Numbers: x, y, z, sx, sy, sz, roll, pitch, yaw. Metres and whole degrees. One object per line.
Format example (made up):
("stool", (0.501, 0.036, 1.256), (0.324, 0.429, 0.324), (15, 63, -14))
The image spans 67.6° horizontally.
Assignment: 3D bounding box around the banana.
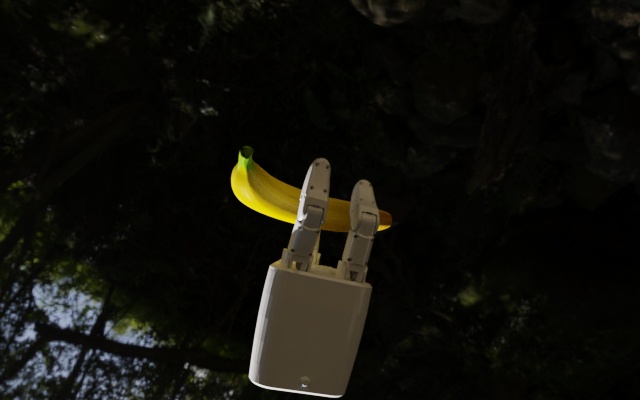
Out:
("banana", (-0.015, 0.003, 0.476), (0.198, 0.037, 0.069), (22, -22, -38))
